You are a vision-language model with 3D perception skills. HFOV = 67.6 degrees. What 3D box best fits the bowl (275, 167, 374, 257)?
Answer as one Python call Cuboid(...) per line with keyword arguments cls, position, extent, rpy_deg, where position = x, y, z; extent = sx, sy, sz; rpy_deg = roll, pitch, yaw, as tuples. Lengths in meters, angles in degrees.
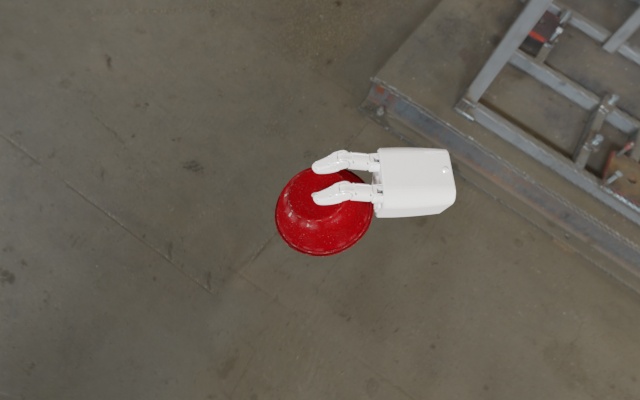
Cuboid(cls="bowl", position=(-0.001, 0.003, 0.742), extent=(0.162, 0.162, 0.055), rpy_deg=(0, -28, 12))
